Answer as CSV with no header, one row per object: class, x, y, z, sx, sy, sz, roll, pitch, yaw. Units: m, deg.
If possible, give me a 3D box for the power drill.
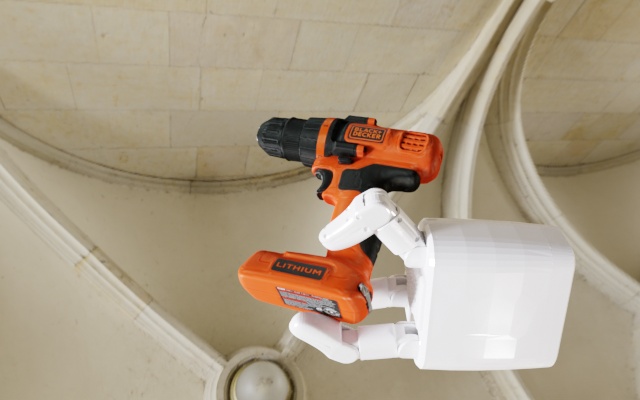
power drill,0.000,0.002,0.421,0.184,0.187,0.057,10,-32,21
